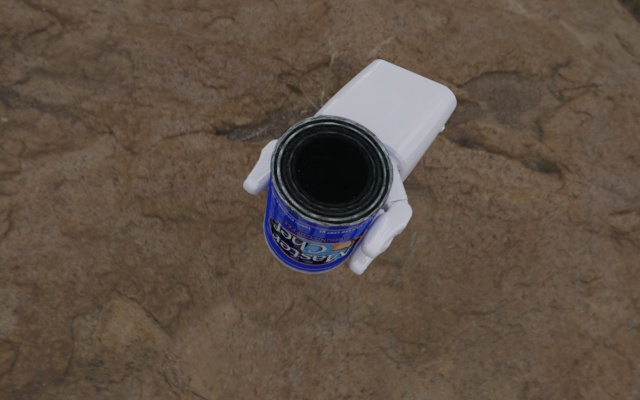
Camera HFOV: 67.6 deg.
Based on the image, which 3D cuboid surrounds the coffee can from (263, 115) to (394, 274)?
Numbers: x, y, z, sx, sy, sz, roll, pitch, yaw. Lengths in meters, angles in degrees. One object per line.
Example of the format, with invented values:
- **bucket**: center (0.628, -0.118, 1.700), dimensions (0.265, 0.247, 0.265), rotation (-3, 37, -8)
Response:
- **coffee can**: center (0.000, 0.002, 0.451), dimensions (0.103, 0.102, 0.140), rotation (0, -24, -9)
